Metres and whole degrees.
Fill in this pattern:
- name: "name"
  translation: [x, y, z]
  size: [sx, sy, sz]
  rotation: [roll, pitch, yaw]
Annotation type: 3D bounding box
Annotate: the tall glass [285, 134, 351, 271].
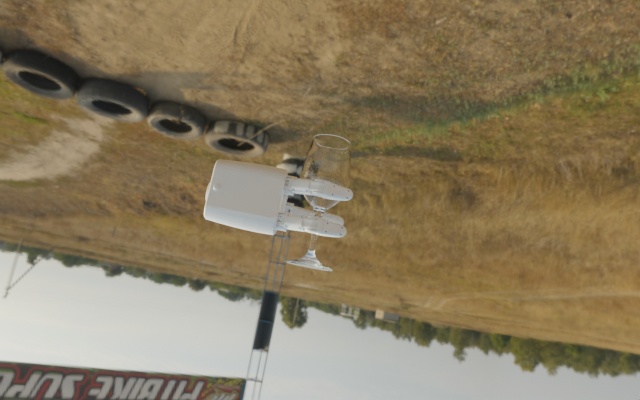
- name: "tall glass"
  translation: [0.000, 0.003, 0.734]
  size: [0.079, 0.201, 0.079]
  rotation: [11, -11, 2]
